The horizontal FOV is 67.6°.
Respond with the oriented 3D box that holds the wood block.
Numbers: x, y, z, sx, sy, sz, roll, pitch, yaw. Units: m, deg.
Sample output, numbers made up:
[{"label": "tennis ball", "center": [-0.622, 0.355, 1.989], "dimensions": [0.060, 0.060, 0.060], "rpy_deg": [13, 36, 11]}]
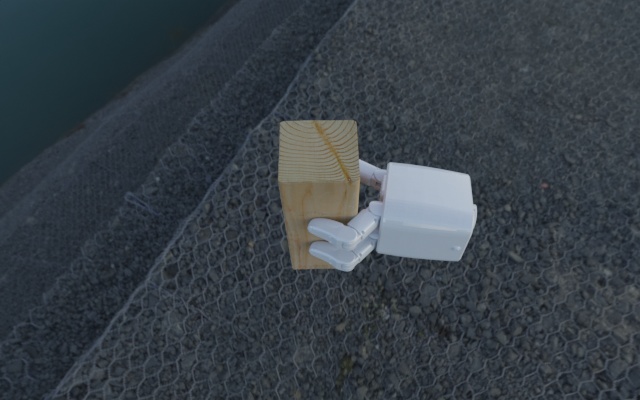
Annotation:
[{"label": "wood block", "center": [0.000, 0.002, 0.610], "dimensions": [0.090, 0.090, 0.206], "rpy_deg": [-1, -35, 1]}]
